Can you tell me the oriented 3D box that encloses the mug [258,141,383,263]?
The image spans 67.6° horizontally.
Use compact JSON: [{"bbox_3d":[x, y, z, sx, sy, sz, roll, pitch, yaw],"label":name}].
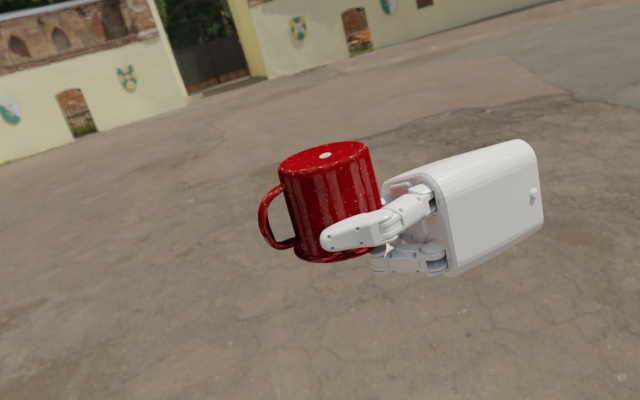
[{"bbox_3d":[-0.001,0.002,0.417,0.117,0.081,0.093,-21,20,-17],"label":"mug"}]
